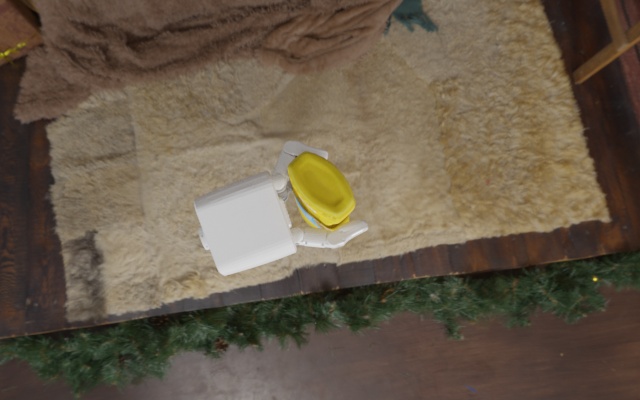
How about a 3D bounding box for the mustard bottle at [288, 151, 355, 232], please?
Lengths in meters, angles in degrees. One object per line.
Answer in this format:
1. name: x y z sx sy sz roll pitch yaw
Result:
1. mustard bottle: 0.000 0.002 0.673 0.058 0.096 0.192 -44 -10 -10
